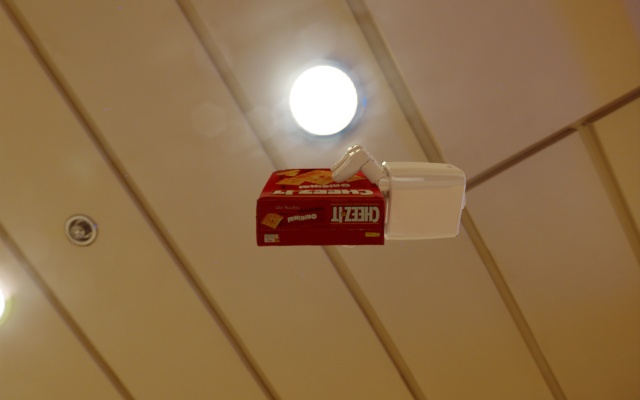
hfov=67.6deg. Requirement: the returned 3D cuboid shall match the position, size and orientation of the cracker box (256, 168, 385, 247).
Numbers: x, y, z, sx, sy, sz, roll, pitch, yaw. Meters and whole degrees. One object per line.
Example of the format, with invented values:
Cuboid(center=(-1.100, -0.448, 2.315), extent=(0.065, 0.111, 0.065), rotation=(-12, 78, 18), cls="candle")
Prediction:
Cuboid(center=(0.000, 0.002, 0.699), extent=(0.164, 0.072, 0.213), rotation=(-1, 13, 0), cls="cracker box")
